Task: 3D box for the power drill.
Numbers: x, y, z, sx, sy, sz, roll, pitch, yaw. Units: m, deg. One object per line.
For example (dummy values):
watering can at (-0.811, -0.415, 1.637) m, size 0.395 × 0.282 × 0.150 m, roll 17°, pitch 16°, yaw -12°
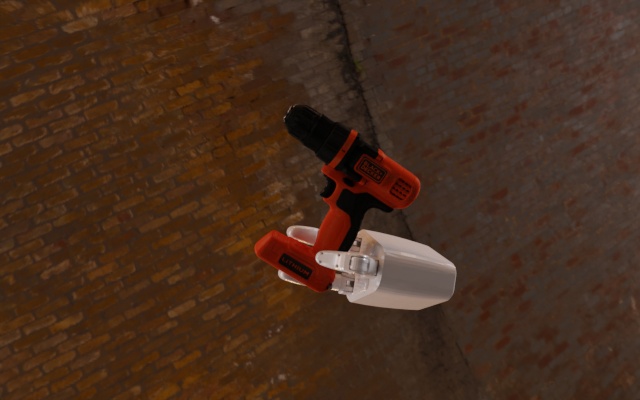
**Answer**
power drill at (0.000, 0.002, 0.577) m, size 0.184 × 0.188 × 0.057 m, roll 33°, pitch 10°, yaw -6°
